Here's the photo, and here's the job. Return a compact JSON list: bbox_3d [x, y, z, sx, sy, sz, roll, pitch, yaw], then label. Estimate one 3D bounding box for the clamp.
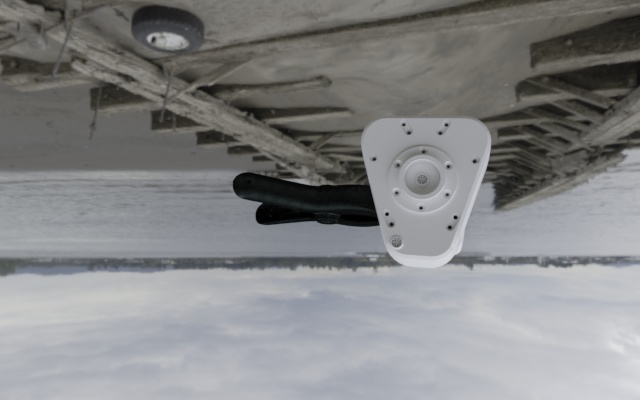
[{"bbox_3d":[0.000,0.002,0.467,0.171,0.039,0.120,-2,-12,12],"label":"clamp"}]
